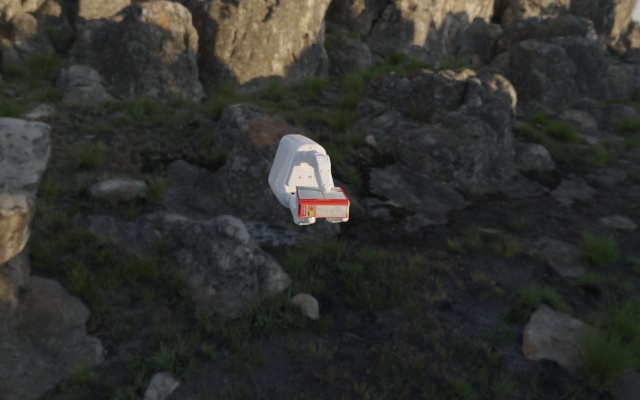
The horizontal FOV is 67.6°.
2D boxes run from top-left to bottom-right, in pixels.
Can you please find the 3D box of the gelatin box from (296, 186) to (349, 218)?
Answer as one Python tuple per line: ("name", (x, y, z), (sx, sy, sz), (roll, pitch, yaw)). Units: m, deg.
("gelatin box", (0.000, 0.002, 0.723), (0.073, 0.030, 0.089), (1, 15, -7))
